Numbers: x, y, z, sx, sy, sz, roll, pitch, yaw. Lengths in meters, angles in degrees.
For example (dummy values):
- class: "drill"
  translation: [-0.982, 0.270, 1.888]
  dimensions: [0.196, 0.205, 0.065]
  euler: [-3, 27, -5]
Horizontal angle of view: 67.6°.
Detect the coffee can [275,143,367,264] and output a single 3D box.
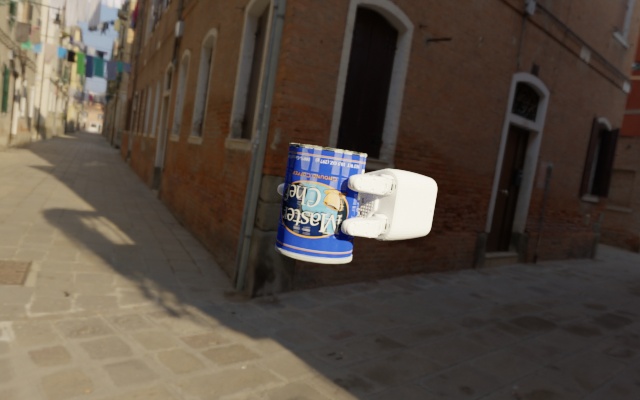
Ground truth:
- class: "coffee can"
  translation: [0.000, 0.002, 0.623]
  dimensions: [0.103, 0.140, 0.103]
  euler: [8, 5, -1]
